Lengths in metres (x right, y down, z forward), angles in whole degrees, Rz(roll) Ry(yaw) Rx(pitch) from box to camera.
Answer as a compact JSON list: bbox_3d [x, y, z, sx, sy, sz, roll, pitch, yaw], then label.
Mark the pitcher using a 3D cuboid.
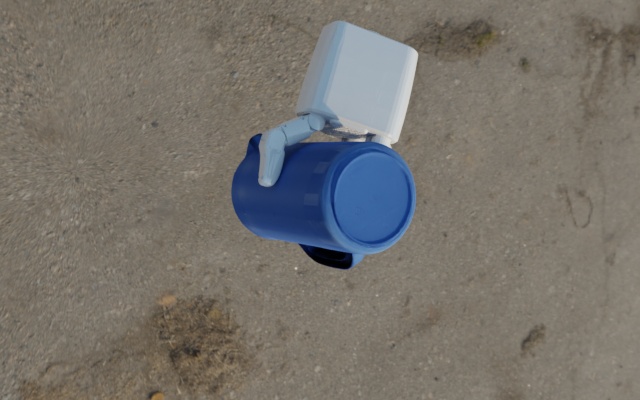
[{"bbox_3d":[0.000,0.002,0.553,0.149,0.145,0.243,18,-5,-27],"label":"pitcher"}]
